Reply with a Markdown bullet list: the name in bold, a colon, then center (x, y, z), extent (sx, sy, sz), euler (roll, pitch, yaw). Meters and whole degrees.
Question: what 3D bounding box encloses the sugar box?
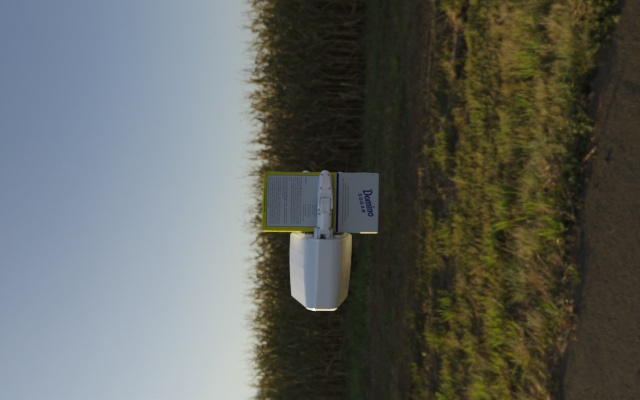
- **sugar box**: center (0.000, 0.003, 0.735), extent (0.176, 0.093, 0.048), euler (2, 0, -3)
